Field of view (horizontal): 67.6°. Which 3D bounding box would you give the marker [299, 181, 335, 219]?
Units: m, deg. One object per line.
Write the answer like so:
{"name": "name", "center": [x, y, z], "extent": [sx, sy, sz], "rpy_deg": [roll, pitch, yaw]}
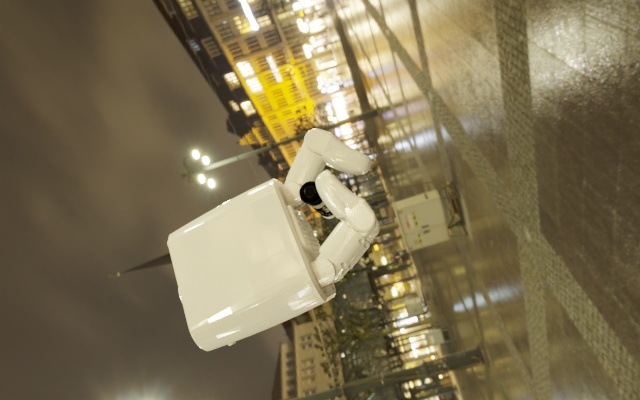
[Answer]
{"name": "marker", "center": [0.000, 0.001, 0.435], "extent": [0.020, 0.020, 0.121], "rpy_deg": [0, -8, 8]}
